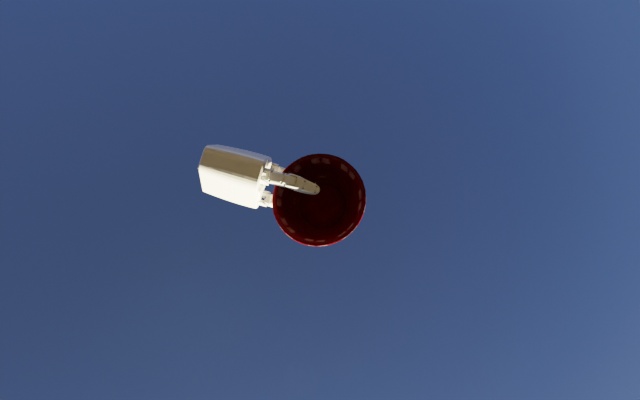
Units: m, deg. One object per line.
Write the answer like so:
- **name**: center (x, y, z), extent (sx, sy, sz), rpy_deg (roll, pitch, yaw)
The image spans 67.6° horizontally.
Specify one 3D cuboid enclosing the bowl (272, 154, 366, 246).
- **bowl**: center (0.001, 0.003, 0.833), extent (0.162, 0.162, 0.055), rpy_deg (0, -13, 9)
